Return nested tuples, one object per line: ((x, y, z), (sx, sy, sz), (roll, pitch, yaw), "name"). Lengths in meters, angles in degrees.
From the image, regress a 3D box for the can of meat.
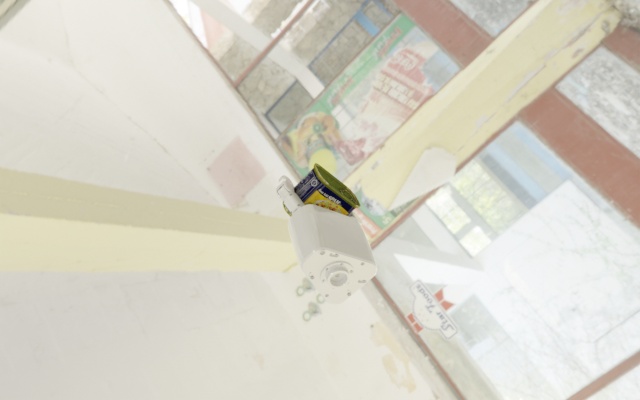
((0.000, 0.003, 0.781), (0.102, 0.084, 0.057), (36, 18, -34), "can of meat")
